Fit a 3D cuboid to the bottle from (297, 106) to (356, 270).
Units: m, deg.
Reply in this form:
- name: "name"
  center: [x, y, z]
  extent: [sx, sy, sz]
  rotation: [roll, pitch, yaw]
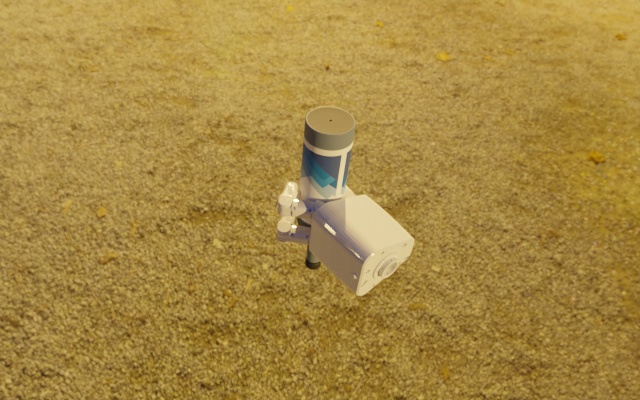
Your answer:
- name: "bottle"
  center: [0.000, 0.002, 0.718]
  extent: [0.069, 0.296, 0.069]
  rotation: [4, 43, -4]
